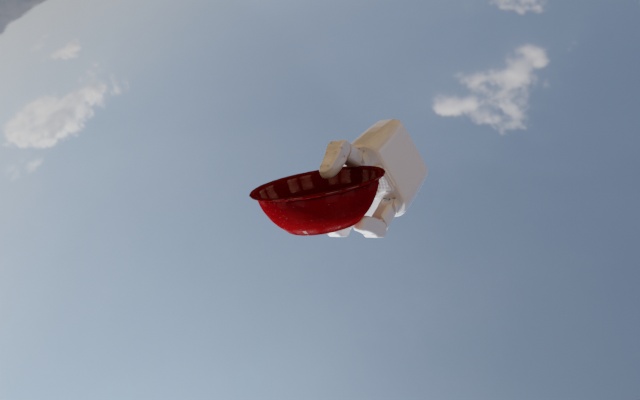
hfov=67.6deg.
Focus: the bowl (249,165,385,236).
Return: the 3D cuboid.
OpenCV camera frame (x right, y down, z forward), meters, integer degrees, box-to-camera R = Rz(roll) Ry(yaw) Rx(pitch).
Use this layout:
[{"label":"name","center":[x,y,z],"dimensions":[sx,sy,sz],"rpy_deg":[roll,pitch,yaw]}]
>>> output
[{"label":"bowl","center":[-0.001,0.003,0.569],"dimensions":[0.162,0.055,0.162],"rpy_deg":[-9,12,2]}]
